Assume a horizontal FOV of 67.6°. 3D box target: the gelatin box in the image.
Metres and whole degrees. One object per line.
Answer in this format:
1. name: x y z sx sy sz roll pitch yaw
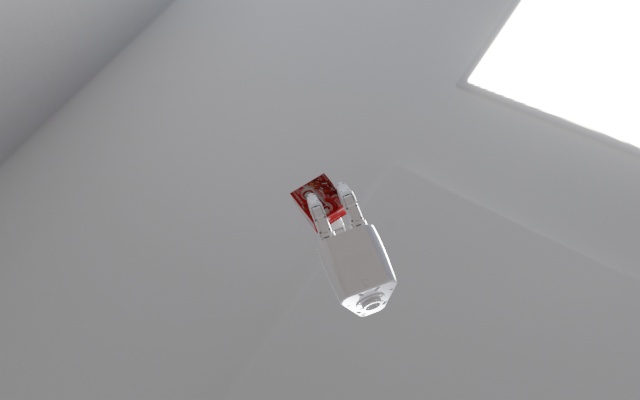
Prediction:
1. gelatin box: 0.000 0.003 0.839 0.073 0.089 0.030 -31 -37 -10
